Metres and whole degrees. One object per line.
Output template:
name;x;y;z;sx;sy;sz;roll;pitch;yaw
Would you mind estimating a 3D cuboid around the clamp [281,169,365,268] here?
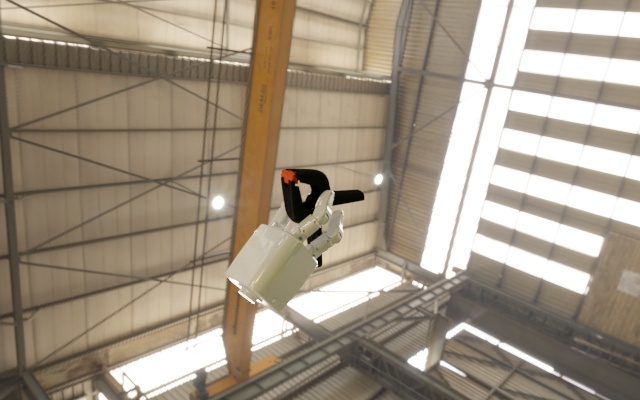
clamp;-0.001;0.002;0.814;0.036;0.164;0.210;23;-22;38
